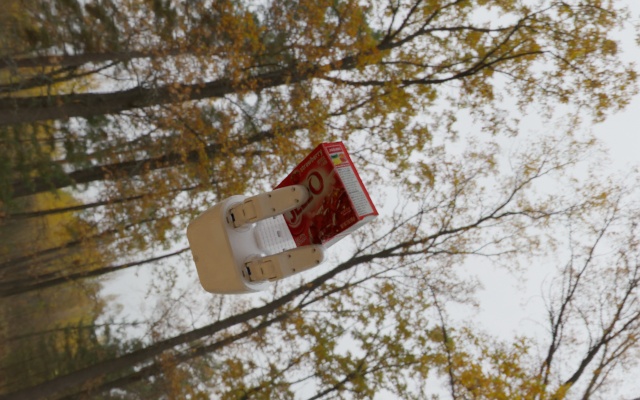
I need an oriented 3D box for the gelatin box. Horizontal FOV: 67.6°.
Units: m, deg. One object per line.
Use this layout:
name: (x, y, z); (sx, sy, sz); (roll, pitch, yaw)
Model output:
gelatin box: (0.001, 0.001, 0.421); (0.030, 0.073, 0.089); (-13, -17, -42)
